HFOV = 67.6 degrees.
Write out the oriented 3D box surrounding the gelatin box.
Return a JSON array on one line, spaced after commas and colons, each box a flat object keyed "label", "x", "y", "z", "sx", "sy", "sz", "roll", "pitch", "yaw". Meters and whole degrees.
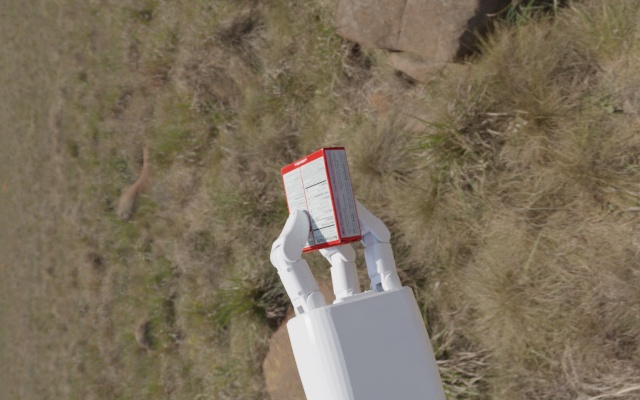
[{"label": "gelatin box", "x": 0.000, "y": 0.001, "z": 0.455, "sx": 0.030, "sy": 0.089, "sz": 0.073, "roll": -7, "pitch": -8, "yaw": -37}]
